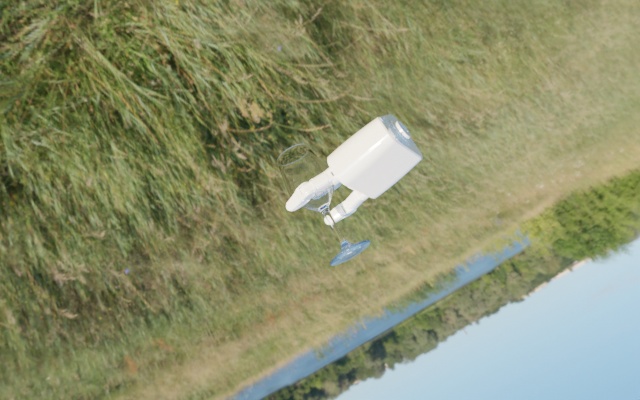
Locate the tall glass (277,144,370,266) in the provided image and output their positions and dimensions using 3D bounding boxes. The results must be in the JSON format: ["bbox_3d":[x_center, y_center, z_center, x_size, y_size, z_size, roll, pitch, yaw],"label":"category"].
[{"bbox_3d":[0.000,0.003,0.789,0.079,0.201,0.079,-27,-19,-10],"label":"tall glass"}]
